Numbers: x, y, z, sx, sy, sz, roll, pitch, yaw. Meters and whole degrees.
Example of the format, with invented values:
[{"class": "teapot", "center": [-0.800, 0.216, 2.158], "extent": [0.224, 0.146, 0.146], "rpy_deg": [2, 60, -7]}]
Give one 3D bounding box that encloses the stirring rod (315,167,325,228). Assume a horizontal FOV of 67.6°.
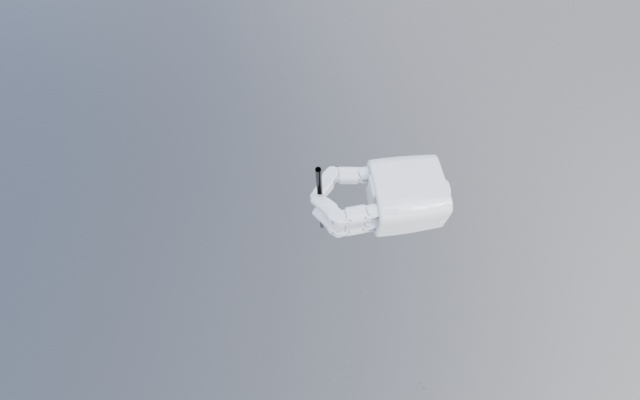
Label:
[{"class": "stirring rod", "center": [0.000, 0.002, 0.723], "extent": [0.011, 0.011, 0.240], "rpy_deg": [0, -21, 2]}]
